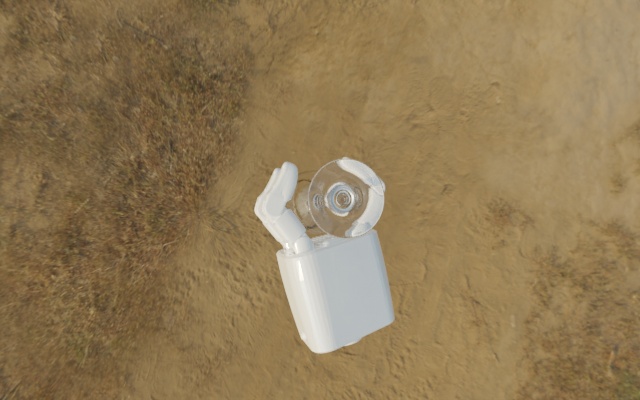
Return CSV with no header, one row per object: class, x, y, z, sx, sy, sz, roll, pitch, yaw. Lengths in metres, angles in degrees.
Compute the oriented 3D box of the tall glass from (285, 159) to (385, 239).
tall glass,0.000,0.002,0.534,0.079,0.079,0.201,0,-2,-14
